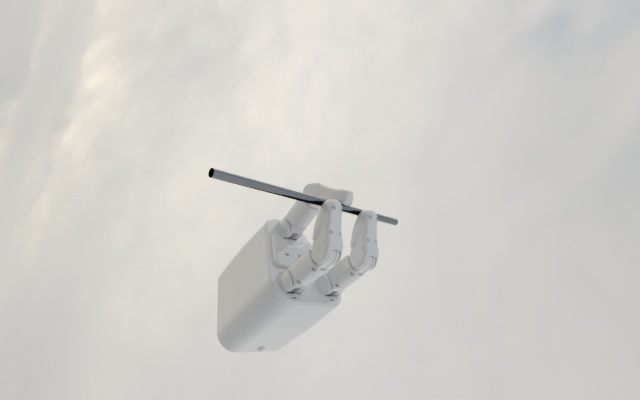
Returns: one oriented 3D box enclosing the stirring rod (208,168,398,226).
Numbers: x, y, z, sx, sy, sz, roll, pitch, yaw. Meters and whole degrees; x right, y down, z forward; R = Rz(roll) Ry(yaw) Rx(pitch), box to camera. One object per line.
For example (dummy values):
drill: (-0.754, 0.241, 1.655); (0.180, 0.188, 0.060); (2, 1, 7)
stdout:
stirring rod: (0.000, 0.001, 0.446); (0.011, 0.011, 0.239); (0, -11, 44)
